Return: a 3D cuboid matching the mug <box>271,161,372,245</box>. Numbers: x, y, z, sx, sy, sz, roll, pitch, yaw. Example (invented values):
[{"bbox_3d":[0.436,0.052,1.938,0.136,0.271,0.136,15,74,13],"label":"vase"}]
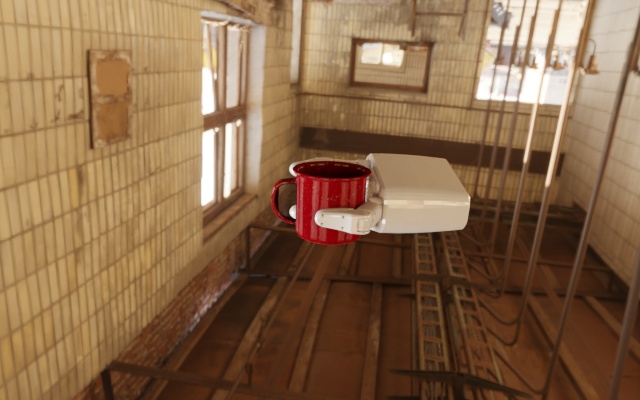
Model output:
[{"bbox_3d":[-0.001,0.002,0.567,0.117,0.081,0.093,1,17,-6],"label":"mug"}]
